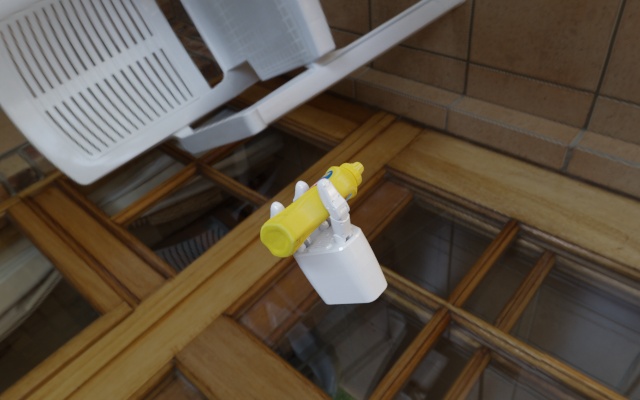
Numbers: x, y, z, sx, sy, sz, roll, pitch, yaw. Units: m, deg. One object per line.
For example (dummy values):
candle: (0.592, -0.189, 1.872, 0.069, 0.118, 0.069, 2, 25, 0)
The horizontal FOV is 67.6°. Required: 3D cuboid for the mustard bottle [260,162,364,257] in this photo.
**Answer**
mustard bottle: (0.000, 0.002, 0.707, 0.191, 0.058, 0.096, -41, -1, -29)
